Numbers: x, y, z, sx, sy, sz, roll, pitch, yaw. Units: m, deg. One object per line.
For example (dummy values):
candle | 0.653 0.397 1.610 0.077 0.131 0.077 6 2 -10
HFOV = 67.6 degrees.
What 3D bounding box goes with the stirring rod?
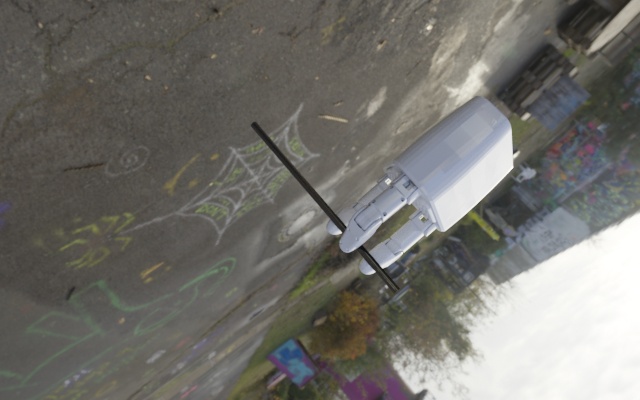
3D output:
stirring rod | 0.000 0.002 0.503 0.011 0.239 0.011 -37 -17 -13
